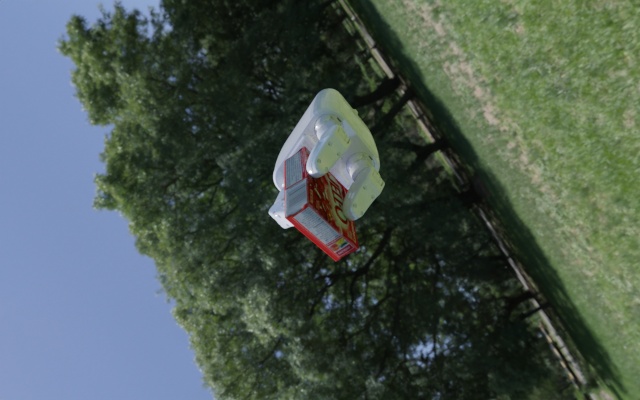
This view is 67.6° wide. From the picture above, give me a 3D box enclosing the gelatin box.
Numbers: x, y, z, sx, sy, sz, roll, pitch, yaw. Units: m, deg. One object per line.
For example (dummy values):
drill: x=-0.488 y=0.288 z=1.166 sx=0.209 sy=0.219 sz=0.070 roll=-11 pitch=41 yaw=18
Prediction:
gelatin box: x=0.000 y=0.002 z=0.448 sx=0.030 sy=0.089 sz=0.073 roll=-33 pitch=-56 yaw=21
